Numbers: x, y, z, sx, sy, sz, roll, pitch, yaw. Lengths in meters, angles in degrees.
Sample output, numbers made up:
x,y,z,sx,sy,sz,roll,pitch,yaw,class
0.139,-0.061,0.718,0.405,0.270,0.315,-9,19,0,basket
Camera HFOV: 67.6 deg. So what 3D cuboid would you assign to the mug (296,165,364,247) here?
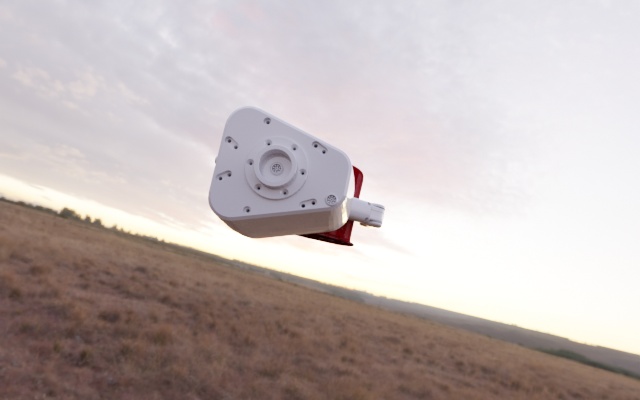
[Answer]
x,y,z,sx,sy,sz,roll,pitch,yaw,class
0.000,0.002,0.531,0.093,0.081,0.117,13,-8,3,mug
